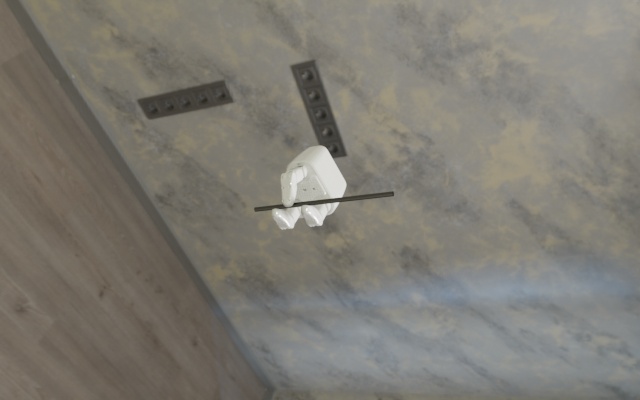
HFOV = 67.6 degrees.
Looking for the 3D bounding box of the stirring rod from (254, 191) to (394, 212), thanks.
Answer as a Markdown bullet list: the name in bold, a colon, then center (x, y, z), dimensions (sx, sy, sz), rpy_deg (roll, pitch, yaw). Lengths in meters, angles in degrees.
- **stirring rod**: center (0.000, 0.002, 0.777), dimensions (0.239, 0.011, 0.011), rpy_deg (-7, -2, 20)
